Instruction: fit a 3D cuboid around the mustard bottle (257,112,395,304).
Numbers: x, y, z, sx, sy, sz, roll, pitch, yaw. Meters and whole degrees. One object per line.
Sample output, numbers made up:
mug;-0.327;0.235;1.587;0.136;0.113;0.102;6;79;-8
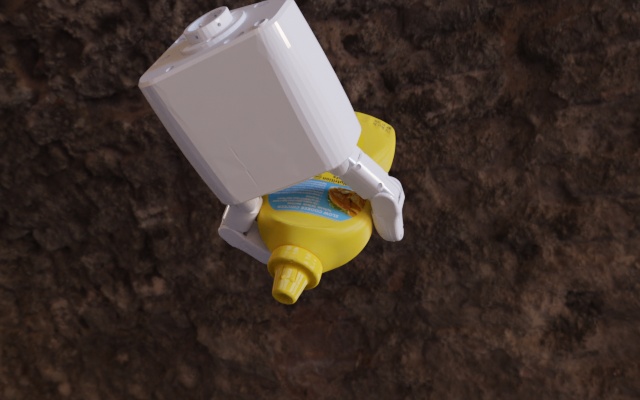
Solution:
mustard bottle;0.000;0.001;0.403;0.096;0.191;0.058;10;-41;13
